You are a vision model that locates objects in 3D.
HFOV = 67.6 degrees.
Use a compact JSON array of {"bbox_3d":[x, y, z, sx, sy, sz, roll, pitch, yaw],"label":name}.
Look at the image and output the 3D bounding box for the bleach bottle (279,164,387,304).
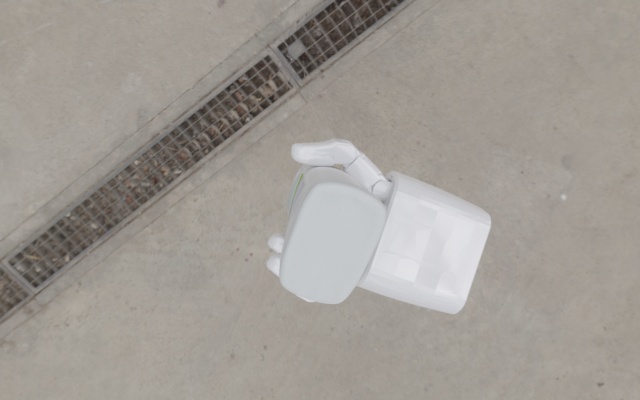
[{"bbox_3d":[0.000,0.002,0.481,0.068,0.102,0.250,20,14,-9],"label":"bleach bottle"}]
